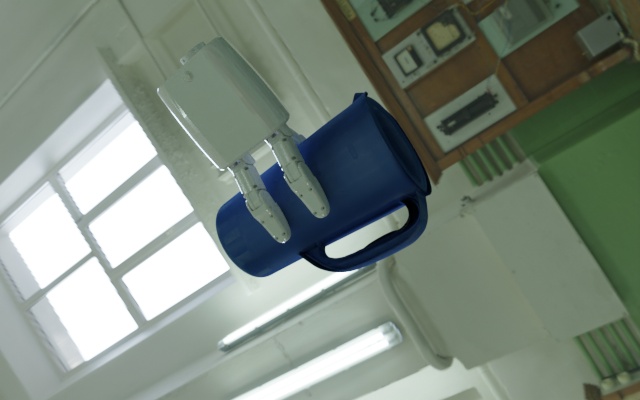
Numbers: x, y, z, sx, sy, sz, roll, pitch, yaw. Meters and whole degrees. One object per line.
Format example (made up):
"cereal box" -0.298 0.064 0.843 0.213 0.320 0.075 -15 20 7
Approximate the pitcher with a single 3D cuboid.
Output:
"pitcher" 0.000 0.002 0.557 0.243 0.145 0.149 -33 19 21
